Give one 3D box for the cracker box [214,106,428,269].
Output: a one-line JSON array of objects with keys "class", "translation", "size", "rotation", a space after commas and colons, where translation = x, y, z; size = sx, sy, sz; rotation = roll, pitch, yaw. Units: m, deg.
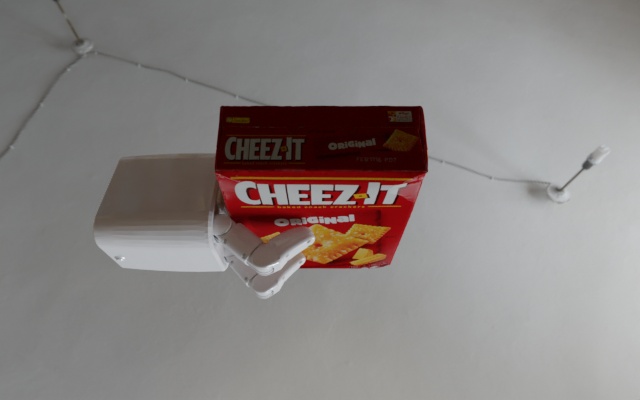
[{"class": "cracker box", "translation": [0.000, 0.001, 0.459], "size": [0.164, 0.072, 0.214], "rotation": [-1, -27, -1]}]
